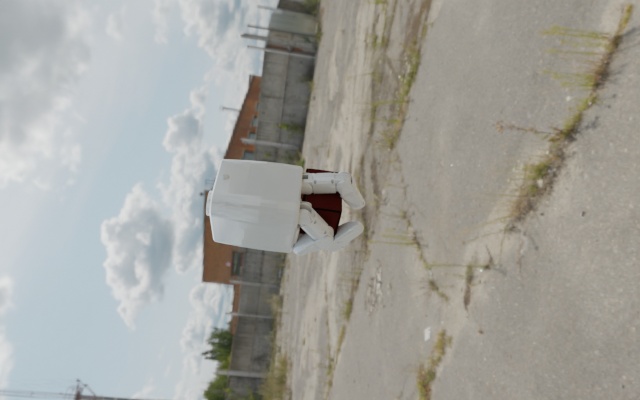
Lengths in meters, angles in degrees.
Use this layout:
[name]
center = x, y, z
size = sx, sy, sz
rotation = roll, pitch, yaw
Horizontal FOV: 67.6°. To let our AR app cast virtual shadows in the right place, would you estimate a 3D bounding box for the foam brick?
[foam brick]
center = 0.000, 0.002, 0.647
size = 0.051, 0.053, 0.078
rotation = 7, 44, -5
